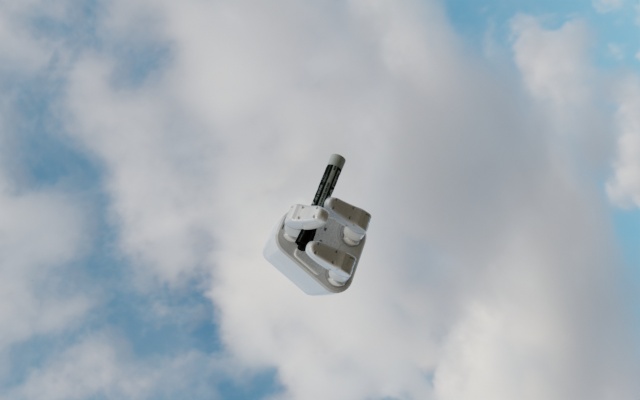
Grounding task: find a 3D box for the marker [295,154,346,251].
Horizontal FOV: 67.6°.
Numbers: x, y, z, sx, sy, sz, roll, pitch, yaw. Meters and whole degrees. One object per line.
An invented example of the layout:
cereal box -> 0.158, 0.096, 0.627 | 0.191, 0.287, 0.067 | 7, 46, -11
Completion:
marker -> 0.000, 0.002, 0.541 | 0.020, 0.121, 0.020 | 19, -21, 8
